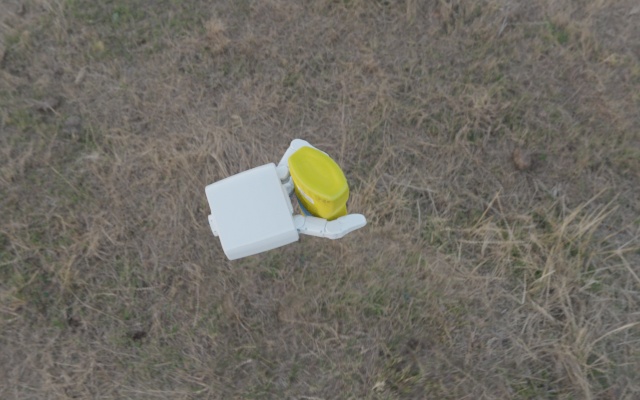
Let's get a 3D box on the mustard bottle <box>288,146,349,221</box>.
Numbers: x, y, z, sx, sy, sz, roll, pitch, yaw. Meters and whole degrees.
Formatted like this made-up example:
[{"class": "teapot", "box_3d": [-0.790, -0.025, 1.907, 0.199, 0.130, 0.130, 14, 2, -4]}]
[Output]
[{"class": "mustard bottle", "box_3d": [0.000, 0.002, 0.722, 0.096, 0.058, 0.192, 43, -17, 20]}]
